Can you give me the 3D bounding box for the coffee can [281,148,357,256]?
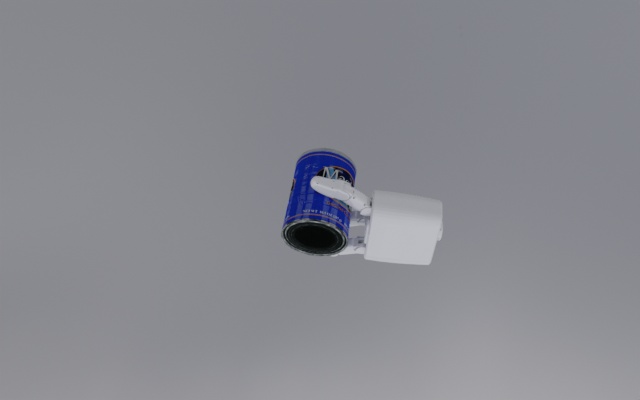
[{"bbox_3d":[0.000,0.002,0.757,0.103,0.140,0.103,6,-35,5],"label":"coffee can"}]
